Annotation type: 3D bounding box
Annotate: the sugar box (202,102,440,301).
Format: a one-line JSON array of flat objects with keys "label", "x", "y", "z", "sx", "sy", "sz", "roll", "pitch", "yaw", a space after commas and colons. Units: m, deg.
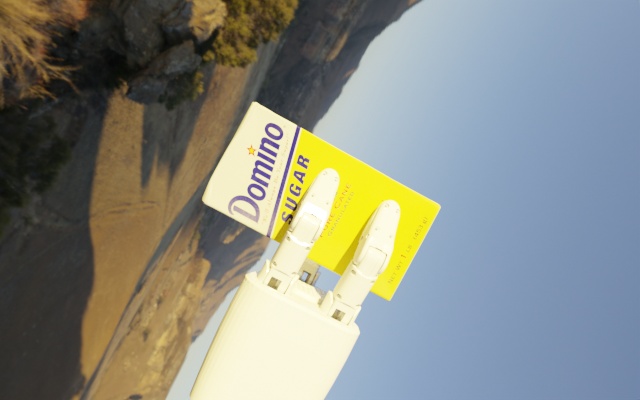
[{"label": "sugar box", "x": 0.000, "y": 0.002, "z": 0.401, "sx": 0.176, "sy": 0.093, "sz": 0.048, "roll": 28, "pitch": 0, "yaw": -8}]
